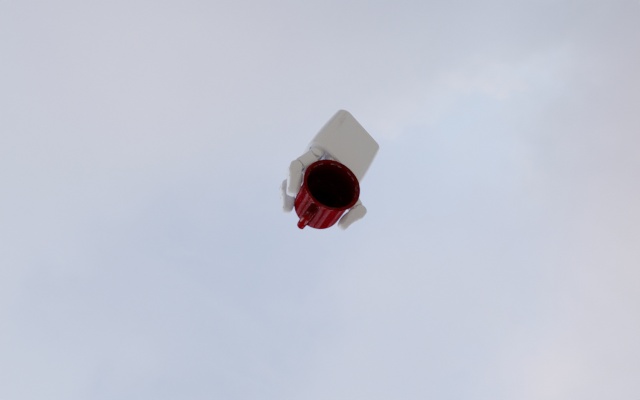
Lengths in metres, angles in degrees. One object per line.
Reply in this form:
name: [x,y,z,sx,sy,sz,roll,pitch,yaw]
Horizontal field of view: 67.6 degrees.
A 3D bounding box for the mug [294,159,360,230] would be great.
mug: [-0.001,0.004,0.760,0.093,0.117,0.081,35,-35,2]
